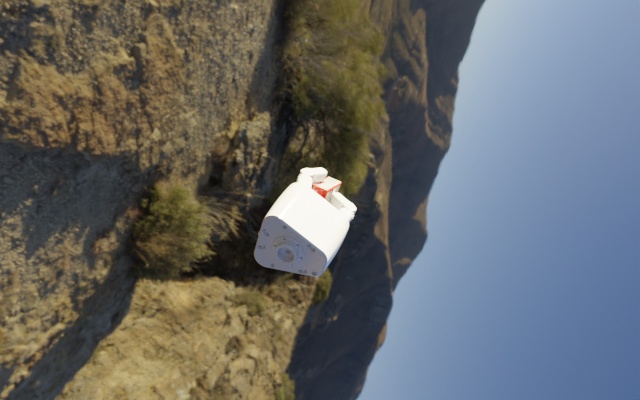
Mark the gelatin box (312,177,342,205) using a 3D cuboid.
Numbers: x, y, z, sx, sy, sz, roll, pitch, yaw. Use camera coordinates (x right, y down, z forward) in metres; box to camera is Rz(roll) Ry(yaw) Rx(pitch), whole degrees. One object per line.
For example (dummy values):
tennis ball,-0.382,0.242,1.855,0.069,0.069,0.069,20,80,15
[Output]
gelatin box,0.001,0.003,0.826,0.030,0.073,0.089,25,19,12
